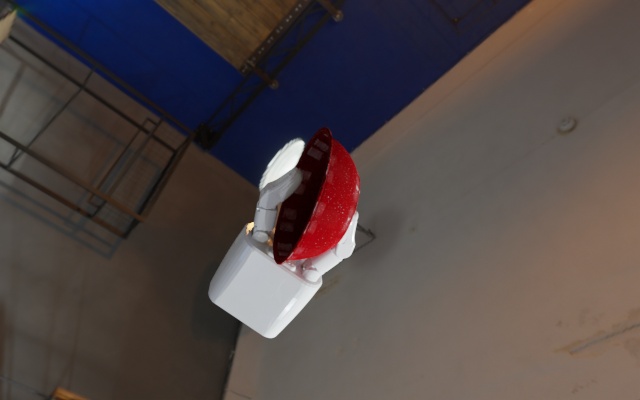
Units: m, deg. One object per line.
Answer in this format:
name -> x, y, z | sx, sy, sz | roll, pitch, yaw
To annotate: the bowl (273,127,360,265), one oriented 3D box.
bowl -> 0.001, 0.001, 0.539 | 0.055, 0.162, 0.162 | 19, -5, -15
